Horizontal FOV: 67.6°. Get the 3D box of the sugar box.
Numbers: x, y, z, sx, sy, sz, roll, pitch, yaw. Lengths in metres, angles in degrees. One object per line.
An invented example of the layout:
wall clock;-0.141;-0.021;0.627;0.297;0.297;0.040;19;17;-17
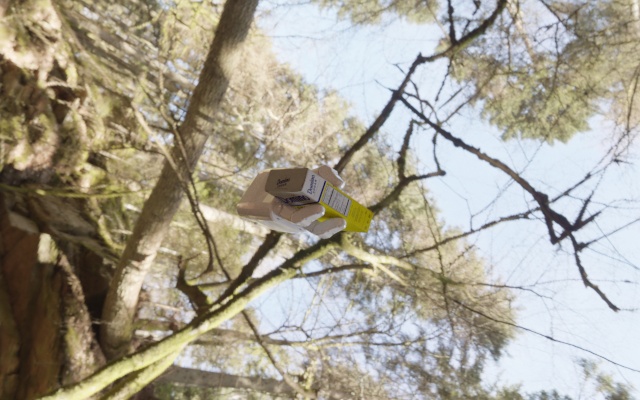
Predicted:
sugar box;0.000;0.003;0.798;0.093;0.048;0.176;1;-20;46
